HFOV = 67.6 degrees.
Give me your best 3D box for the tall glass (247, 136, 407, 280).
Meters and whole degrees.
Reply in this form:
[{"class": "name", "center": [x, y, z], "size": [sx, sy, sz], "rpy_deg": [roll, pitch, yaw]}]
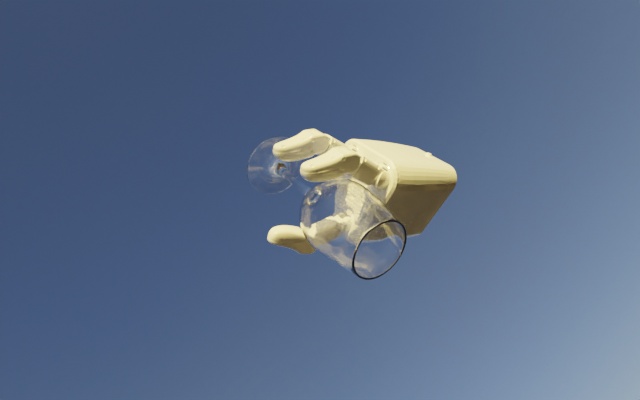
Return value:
[{"class": "tall glass", "center": [0.000, 0.001, 0.496], "size": [0.079, 0.079, 0.201], "rpy_deg": [0, 26, -36]}]
